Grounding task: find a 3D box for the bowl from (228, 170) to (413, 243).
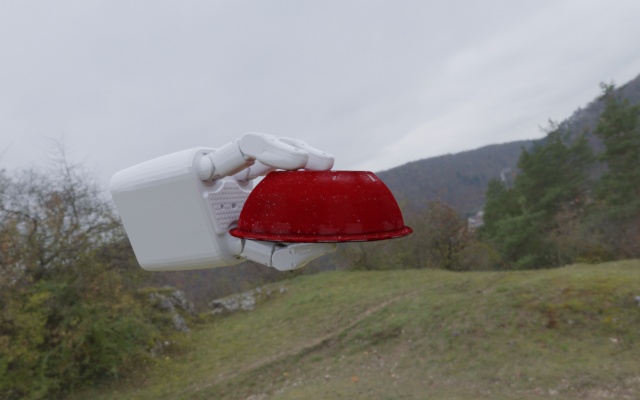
[{"bbox_3d":[0.001,0.001,0.423,0.162,0.055,0.162,0,2,0],"label":"bowl"}]
